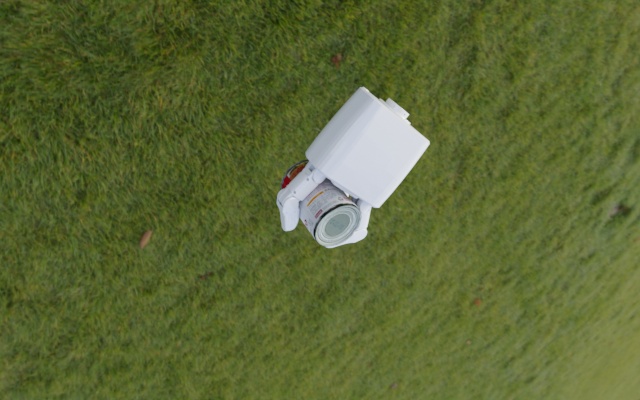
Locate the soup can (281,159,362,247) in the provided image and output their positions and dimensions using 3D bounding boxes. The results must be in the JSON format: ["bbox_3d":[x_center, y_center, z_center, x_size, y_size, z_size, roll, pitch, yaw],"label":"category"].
[{"bbox_3d":[0.000,0.003,0.615,0.068,0.068,0.102,0,36,-34],"label":"soup can"}]
